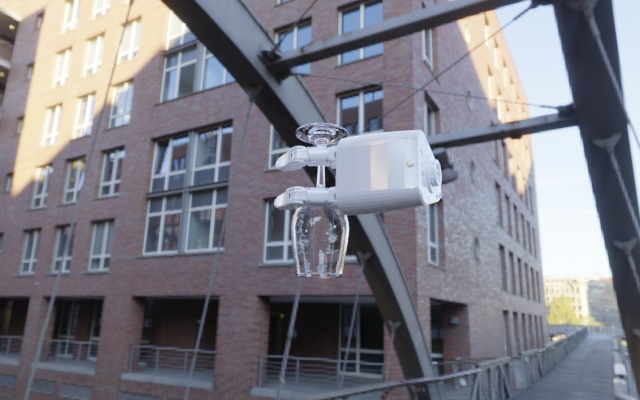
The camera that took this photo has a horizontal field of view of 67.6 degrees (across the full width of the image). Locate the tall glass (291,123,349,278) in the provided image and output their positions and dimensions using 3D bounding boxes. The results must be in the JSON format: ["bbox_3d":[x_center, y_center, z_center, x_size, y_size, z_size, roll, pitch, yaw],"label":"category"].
[{"bbox_3d":[0.000,0.001,0.647,0.079,0.201,0.079,1,-14,0],"label":"tall glass"}]
